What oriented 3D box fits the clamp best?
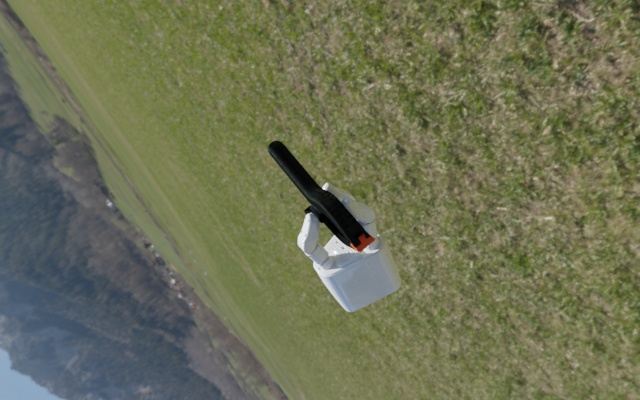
[{"bbox_3d":[0.000,0.003,0.690,0.036,0.165,0.210,-39,38,-9],"label":"clamp"}]
